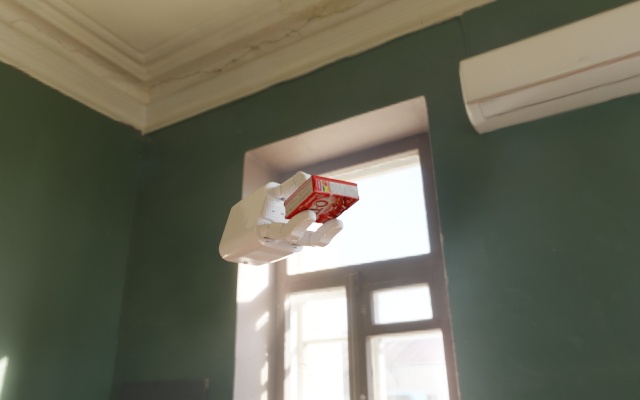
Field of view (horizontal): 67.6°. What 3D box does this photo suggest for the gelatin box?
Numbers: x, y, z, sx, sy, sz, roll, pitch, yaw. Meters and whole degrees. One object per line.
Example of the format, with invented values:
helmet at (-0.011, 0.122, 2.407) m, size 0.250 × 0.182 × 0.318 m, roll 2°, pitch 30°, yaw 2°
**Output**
gelatin box at (0.000, 0.002, 0.663) m, size 0.073 × 0.030 × 0.089 m, roll 10°, pitch -31°, yaw -29°
